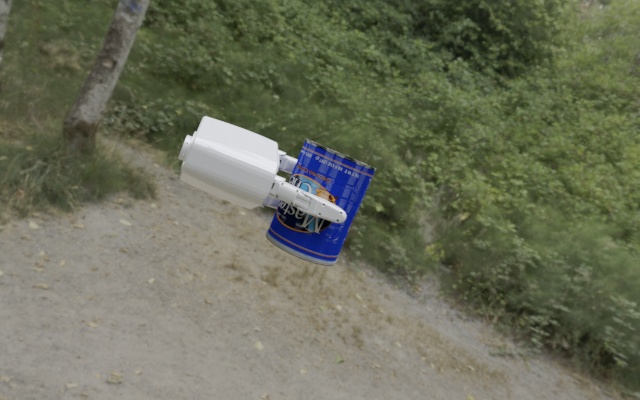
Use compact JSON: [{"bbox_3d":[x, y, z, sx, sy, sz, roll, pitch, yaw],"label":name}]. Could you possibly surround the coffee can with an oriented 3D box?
[{"bbox_3d":[0.000,0.002,0.638,0.103,0.140,0.103,23,6,-3],"label":"coffee can"}]
